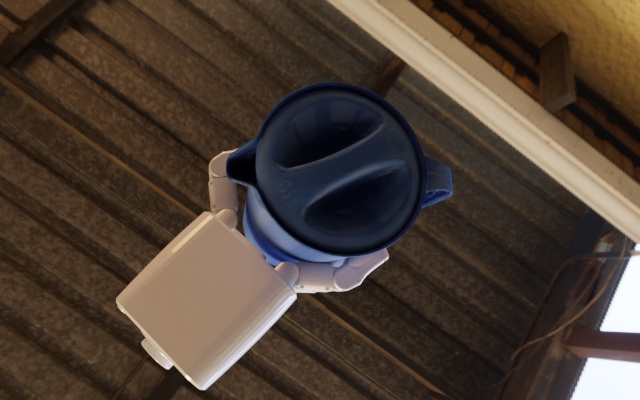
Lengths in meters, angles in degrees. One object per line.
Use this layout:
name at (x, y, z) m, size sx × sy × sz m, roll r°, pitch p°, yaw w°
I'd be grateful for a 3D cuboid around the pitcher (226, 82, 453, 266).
pitcher at (0.000, 0.002, 0.458) m, size 0.145 × 0.149 × 0.243 m, roll -46°, pitch 1°, yaw -19°
